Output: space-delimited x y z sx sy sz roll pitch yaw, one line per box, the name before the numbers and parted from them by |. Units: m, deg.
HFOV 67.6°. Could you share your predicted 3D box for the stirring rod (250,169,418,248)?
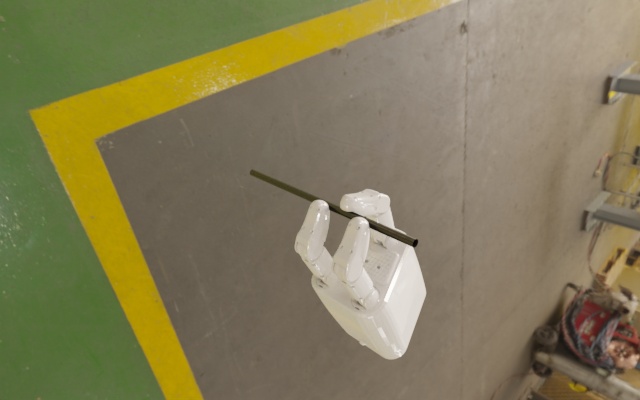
stirring rod | 0.000 0.002 0.491 0.011 0.011 0.239 0 17 -45
